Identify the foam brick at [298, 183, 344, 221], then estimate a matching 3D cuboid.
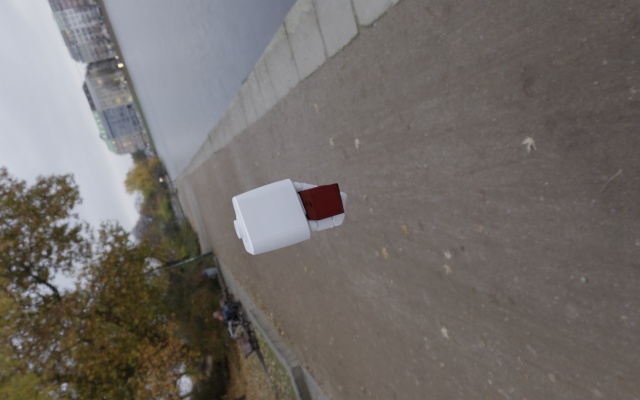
[{"bbox_3d":[0.000,0.003,0.815,0.051,0.053,0.078,-15,3,-17],"label":"foam brick"}]
